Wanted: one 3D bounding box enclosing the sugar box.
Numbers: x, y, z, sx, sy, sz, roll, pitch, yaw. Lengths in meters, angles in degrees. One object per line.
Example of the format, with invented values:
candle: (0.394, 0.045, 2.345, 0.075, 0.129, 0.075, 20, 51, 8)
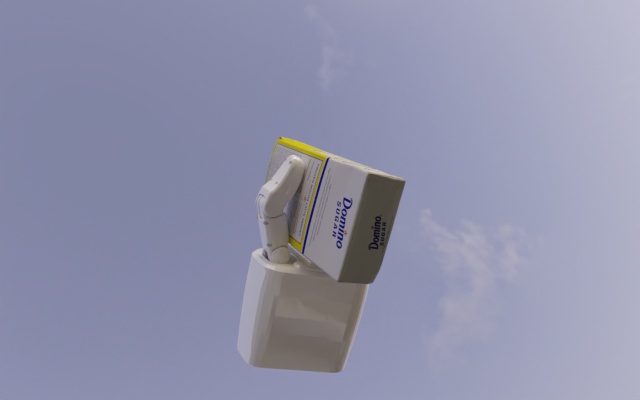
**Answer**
sugar box: (0.000, 0.002, 0.448, 0.048, 0.093, 0.176, 9, 11, -34)
